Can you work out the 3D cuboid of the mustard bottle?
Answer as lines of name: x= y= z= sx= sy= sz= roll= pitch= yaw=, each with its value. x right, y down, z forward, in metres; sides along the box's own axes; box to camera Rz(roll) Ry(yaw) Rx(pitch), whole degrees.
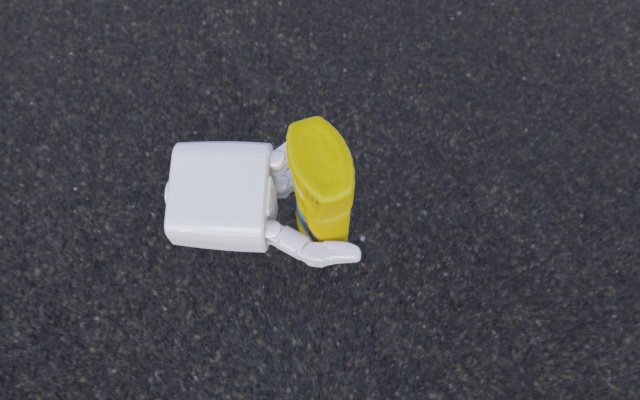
mustard bottle: x=0.000 y=0.002 z=0.520 sx=0.058 sy=0.096 sz=0.192 roll=-20 pitch=-25 yaw=-9
